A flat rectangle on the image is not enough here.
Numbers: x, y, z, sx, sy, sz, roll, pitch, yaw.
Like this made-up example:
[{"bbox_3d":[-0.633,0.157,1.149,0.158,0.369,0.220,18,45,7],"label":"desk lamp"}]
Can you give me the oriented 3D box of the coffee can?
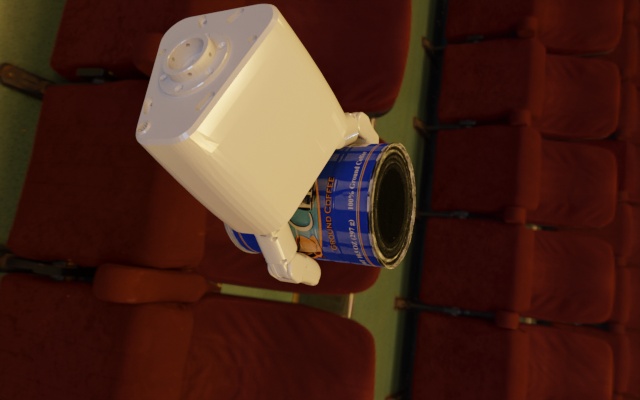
[{"bbox_3d":[0.000,0.002,0.418,0.140,0.103,0.103,3,1,29],"label":"coffee can"}]
